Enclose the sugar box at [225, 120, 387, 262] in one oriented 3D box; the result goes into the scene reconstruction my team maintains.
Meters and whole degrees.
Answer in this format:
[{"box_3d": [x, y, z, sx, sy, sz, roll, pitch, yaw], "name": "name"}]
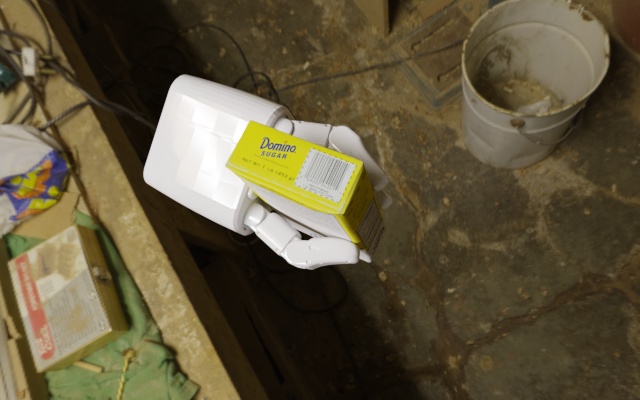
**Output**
[{"box_3d": [0.000, 0.001, 0.401, 0.093, 0.048, 0.176, 23, -8, 18], "name": "sugar box"}]
